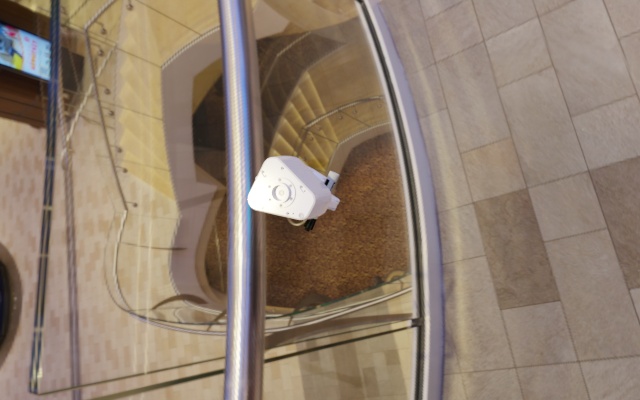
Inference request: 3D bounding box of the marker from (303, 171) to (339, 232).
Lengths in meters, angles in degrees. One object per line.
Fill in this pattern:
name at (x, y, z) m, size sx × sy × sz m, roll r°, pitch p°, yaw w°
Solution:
marker at (0.000, 0.003, 0.887) m, size 0.020 × 0.121 × 0.020 m, roll 26°, pitch 9°, yaw -4°
